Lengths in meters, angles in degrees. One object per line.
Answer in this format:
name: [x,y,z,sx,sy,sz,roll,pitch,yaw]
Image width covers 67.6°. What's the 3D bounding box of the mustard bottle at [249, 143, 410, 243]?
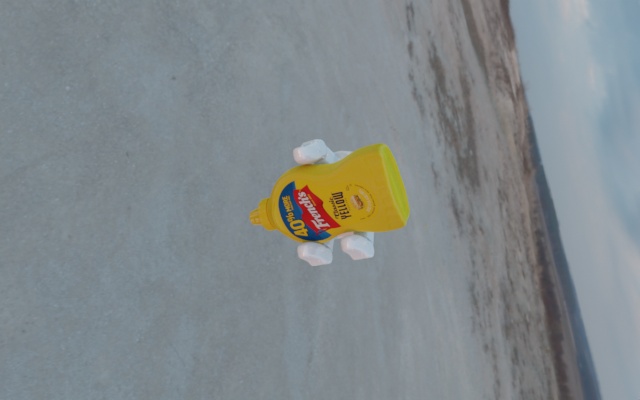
mustard bottle: [0.000,0.002,0.561,0.191,0.096,0.058,-13,22,25]
